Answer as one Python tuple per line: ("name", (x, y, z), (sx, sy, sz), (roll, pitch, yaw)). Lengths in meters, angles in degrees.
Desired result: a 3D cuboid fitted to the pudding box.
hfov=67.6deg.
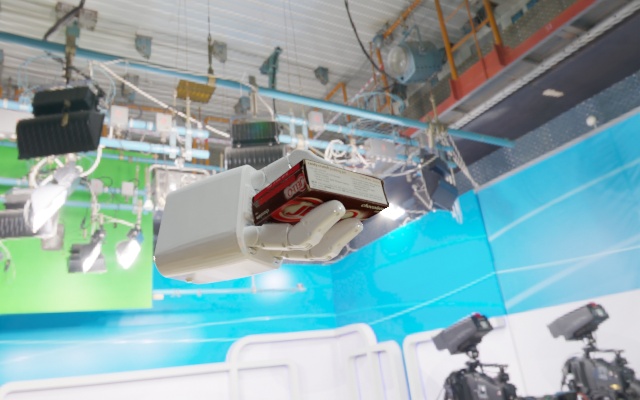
("pudding box", (0.000, 0.001, 0.492), (0.113, 0.039, 0.090), (9, -29, -40))
